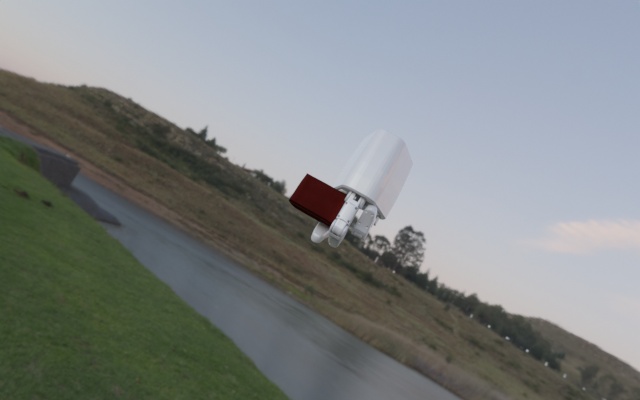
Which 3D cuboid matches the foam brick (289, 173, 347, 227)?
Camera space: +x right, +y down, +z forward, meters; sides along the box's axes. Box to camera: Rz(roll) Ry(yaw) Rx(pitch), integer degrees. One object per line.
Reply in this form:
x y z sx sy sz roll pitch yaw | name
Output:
0.000 0.002 0.736 0.078 0.051 0.053 29 -7 9 | foam brick
